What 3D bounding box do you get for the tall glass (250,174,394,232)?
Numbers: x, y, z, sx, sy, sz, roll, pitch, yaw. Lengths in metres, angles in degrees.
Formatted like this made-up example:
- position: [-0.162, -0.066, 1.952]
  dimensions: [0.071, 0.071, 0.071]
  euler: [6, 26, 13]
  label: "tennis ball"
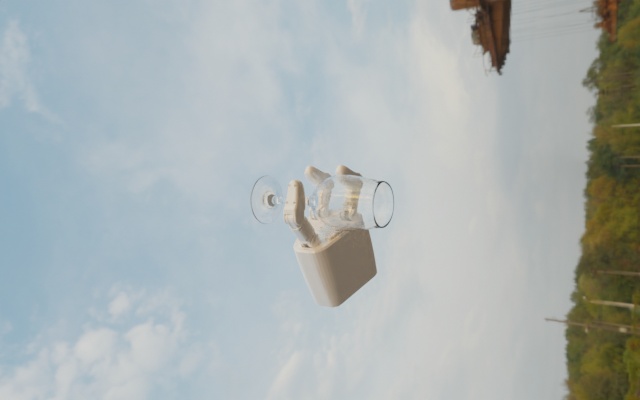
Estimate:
- position: [-0.001, 0.002, 0.674]
  dimensions: [0.201, 0.079, 0.079]
  euler: [2, 1, 35]
  label: "tall glass"
